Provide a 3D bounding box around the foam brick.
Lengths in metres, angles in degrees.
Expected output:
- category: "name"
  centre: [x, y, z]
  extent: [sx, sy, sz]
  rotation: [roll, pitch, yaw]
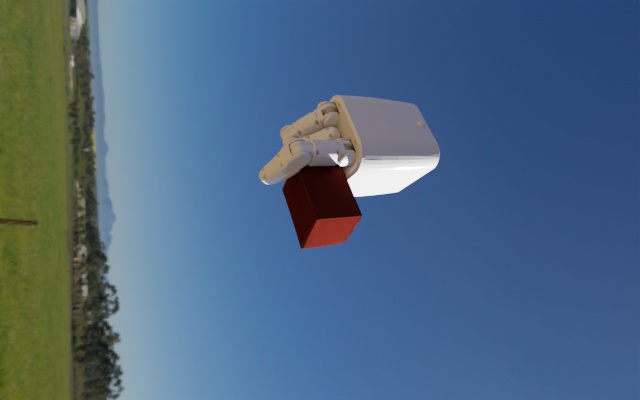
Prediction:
- category: "foam brick"
  centre: [0.000, 0.002, 0.490]
  extent: [0.051, 0.078, 0.053]
  rotation: [-2, -36, -26]
